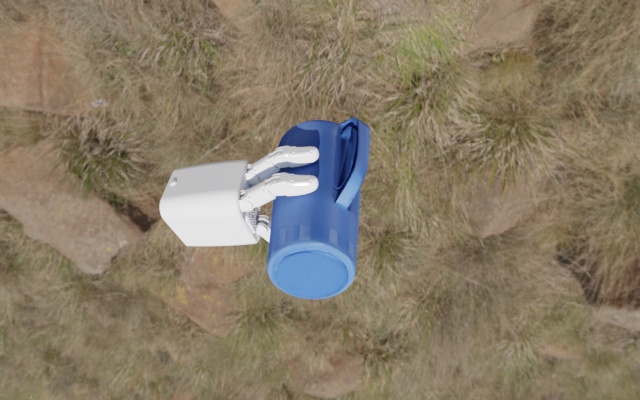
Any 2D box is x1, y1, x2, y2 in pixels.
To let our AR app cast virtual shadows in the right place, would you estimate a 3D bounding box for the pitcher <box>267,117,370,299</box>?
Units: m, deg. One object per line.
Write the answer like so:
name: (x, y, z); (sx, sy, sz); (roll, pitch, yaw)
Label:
pitcher: (0.000, 0.002, 0.650); (0.145, 0.149, 0.242); (-4, 43, 7)
